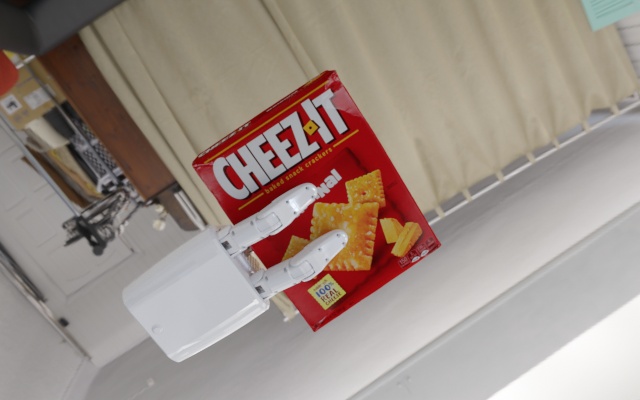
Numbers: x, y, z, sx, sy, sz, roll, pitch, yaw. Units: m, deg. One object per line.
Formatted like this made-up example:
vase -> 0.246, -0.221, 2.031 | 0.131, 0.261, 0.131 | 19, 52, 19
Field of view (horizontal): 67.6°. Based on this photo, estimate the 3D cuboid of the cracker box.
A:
cracker box -> 0.000, 0.002, 0.491 | 0.164, 0.214, 0.072 | -33, 15, 1
